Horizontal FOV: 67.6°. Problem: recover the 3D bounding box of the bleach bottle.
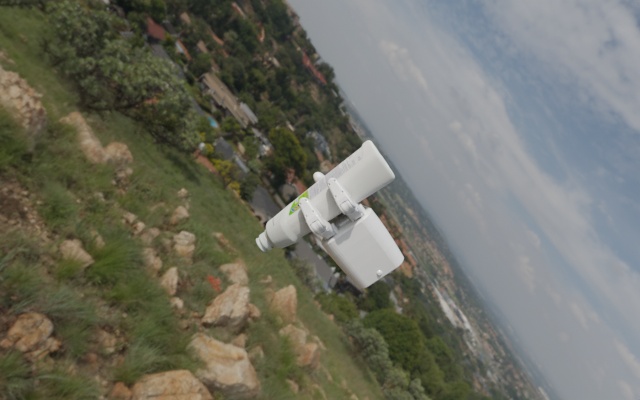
[{"bbox_3d":[0.000,0.003,0.796,0.251,0.068,0.102,-35,15,10],"label":"bleach bottle"}]
